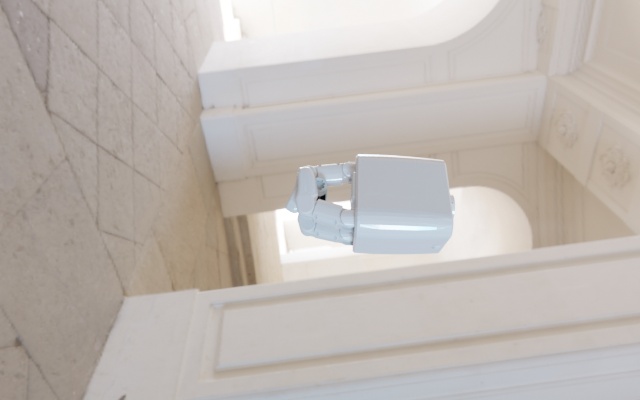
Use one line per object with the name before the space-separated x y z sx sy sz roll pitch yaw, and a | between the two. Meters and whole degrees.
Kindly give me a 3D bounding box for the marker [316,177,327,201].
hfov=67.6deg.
marker | 0.000 0.002 0.607 0.020 0.020 0.121 0 -20 2
